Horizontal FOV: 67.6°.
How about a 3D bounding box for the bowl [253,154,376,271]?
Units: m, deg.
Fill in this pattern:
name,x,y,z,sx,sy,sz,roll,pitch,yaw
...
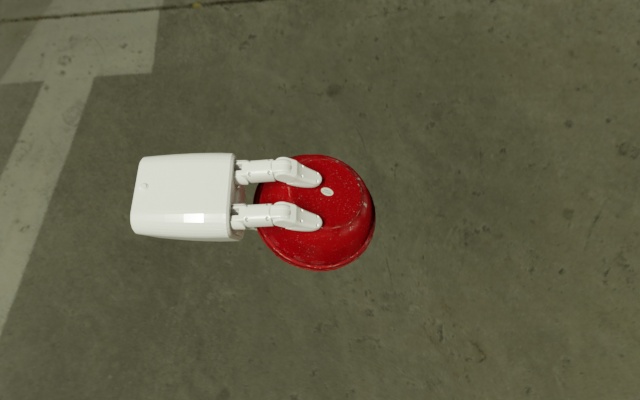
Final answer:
name,x,y,z,sx,sy,sz,roll,pitch,yaw
bowl,0.001,0.002,0.587,0.162,0.162,0.055,0,-24,-15
